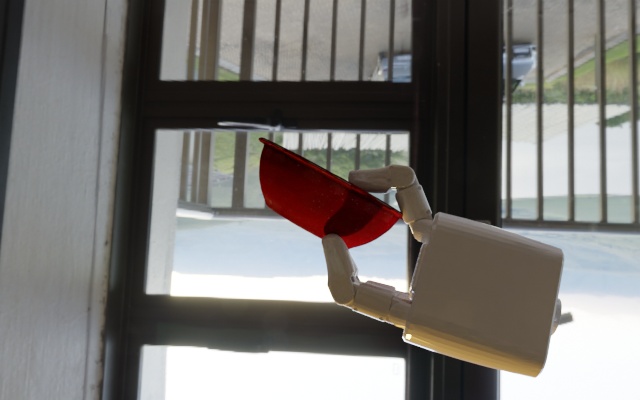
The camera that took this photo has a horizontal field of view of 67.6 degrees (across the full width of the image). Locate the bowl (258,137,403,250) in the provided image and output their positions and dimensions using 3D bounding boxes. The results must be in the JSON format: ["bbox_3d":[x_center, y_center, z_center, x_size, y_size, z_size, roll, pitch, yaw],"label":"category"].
[{"bbox_3d":[-0.001,0.001,0.460,0.162,0.055,0.162,29,1,-1],"label":"bowl"}]
